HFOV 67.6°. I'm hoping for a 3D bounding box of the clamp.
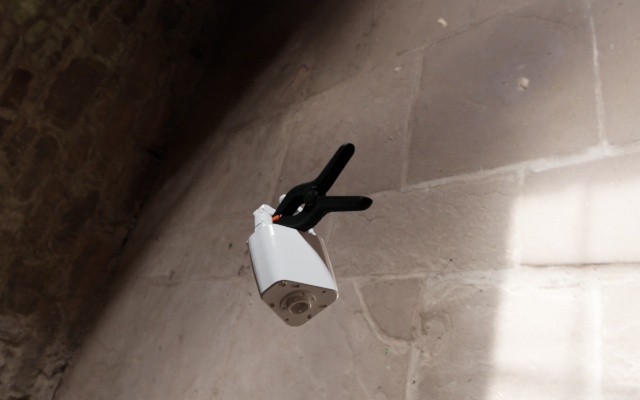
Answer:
[{"bbox_3d":[0.000,0.002,0.704,0.171,0.120,0.039,-40,-50,17],"label":"clamp"}]
